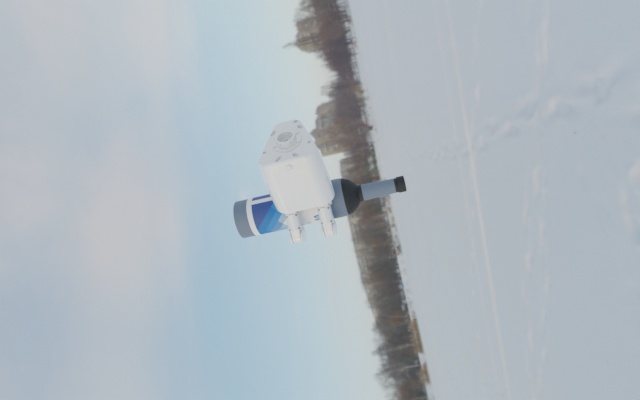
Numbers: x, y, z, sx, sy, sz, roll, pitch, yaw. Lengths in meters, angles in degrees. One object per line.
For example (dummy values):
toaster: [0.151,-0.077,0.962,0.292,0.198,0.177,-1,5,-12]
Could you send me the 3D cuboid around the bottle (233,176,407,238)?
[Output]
bottle: [0.000,0.003,0.825,0.296,0.069,0.069,-13,-2,8]
